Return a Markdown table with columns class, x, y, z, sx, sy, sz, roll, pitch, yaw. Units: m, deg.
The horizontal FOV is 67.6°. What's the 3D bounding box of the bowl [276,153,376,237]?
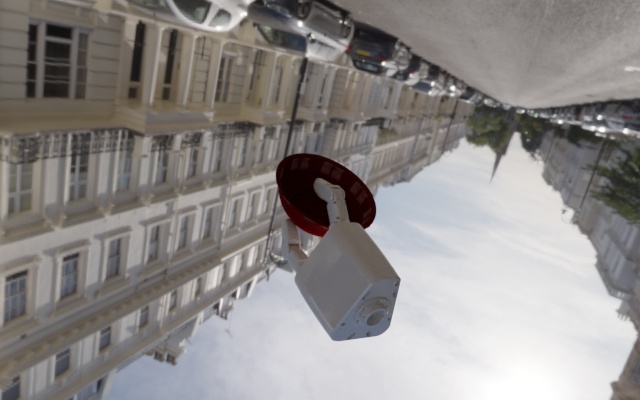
| class | x | y | z | sx | sy | sz | roll | pitch | yaw |
| --- | --- | --- | --- | --- | --- | --- | --- | --- | --- |
| bowl | 0.000 | 0.002 | 0.712 | 0.162 | 0.162 | 0.055 | 0 | -43 | -35 |
